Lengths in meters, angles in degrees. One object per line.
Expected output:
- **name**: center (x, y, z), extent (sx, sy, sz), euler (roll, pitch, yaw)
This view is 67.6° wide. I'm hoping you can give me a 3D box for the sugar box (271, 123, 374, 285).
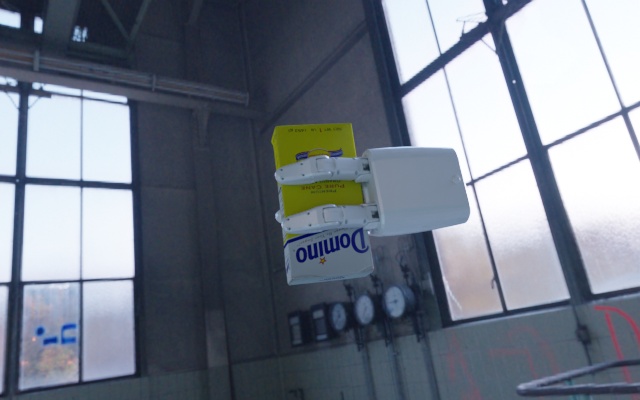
- **sugar box**: center (0.000, 0.001, 0.540), extent (0.093, 0.176, 0.048), euler (-5, -18, -12)
